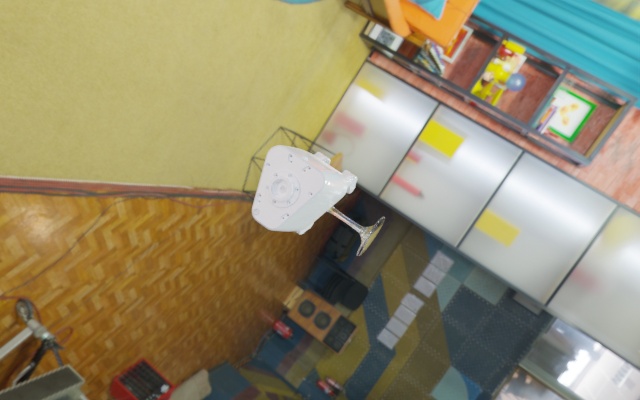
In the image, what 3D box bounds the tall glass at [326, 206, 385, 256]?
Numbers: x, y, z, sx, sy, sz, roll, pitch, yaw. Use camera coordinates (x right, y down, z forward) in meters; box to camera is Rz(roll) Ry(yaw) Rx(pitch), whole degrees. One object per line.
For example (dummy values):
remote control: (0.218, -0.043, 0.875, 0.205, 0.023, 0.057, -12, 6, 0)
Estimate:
tall glass: (0.001, 0.003, 0.771, 0.201, 0.079, 0.079, 34, 10, 15)
